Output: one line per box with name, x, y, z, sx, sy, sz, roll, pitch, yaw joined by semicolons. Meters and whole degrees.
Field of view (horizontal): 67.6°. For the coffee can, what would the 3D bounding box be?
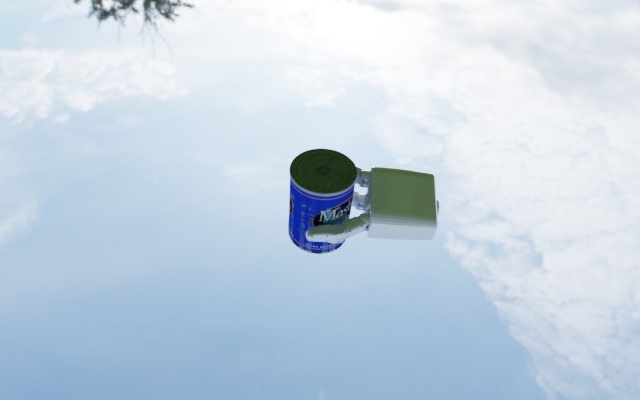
coffee can;0.000;0.002;0.768;0.103;0.102;0.140;0;-44;-5
